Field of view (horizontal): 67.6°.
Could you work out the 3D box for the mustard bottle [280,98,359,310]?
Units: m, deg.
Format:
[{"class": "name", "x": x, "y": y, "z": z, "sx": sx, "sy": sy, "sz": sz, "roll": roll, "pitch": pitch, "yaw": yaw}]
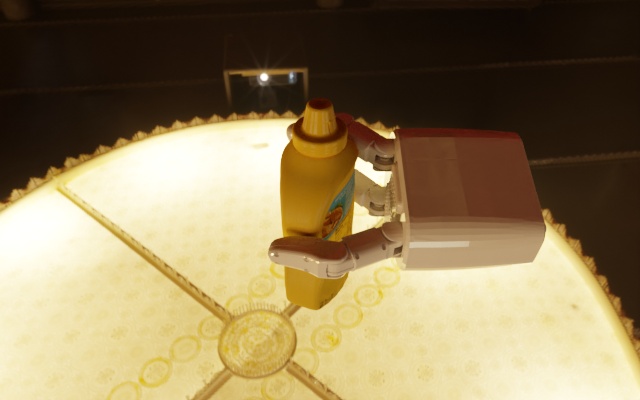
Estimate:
[{"class": "mustard bottle", "x": 0.000, "y": 0.001, "z": 0.401, "sx": 0.058, "sy": 0.192, "sz": 0.096, "roll": 17, "pitch": 46, "yaw": 16}]
